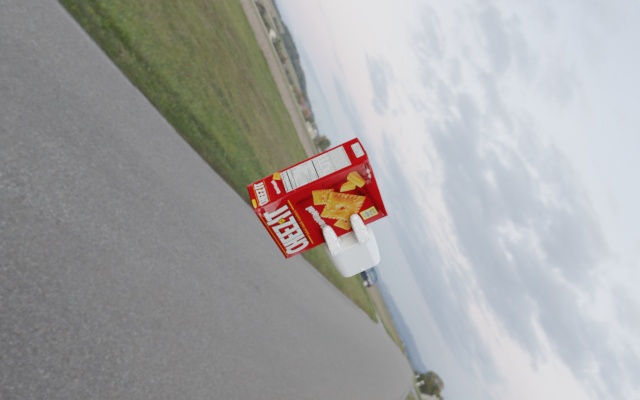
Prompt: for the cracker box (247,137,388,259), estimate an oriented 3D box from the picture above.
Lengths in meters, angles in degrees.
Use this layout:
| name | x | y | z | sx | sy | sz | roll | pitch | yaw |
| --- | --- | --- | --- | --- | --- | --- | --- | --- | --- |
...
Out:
| name | x | y | z | sx | sy | sz | roll | pitch | yaw |
| --- | --- | --- | --- | --- | --- | --- | --- | --- | --- |
| cracker box | 0.000 | 0.003 | 0.864 | 0.214 | 0.072 | 0.164 | -24 | -42 | 2 |
